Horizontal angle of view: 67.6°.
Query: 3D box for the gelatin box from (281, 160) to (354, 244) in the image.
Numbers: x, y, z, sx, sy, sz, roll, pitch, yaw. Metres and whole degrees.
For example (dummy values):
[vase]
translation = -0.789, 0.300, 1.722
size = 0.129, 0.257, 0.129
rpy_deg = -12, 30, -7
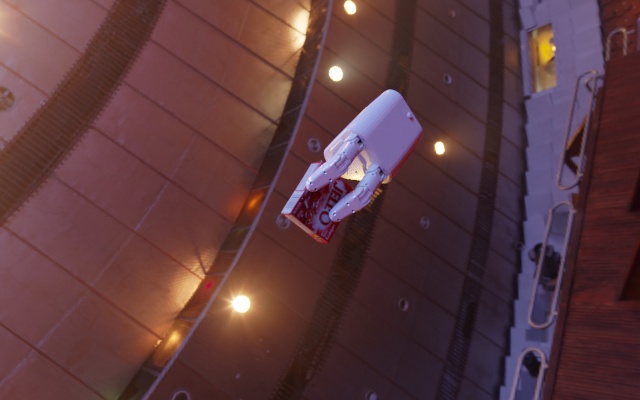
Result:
[gelatin box]
translation = 0.000, 0.002, 0.655
size = 0.073, 0.089, 0.030
rpy_deg = 40, -21, -26
